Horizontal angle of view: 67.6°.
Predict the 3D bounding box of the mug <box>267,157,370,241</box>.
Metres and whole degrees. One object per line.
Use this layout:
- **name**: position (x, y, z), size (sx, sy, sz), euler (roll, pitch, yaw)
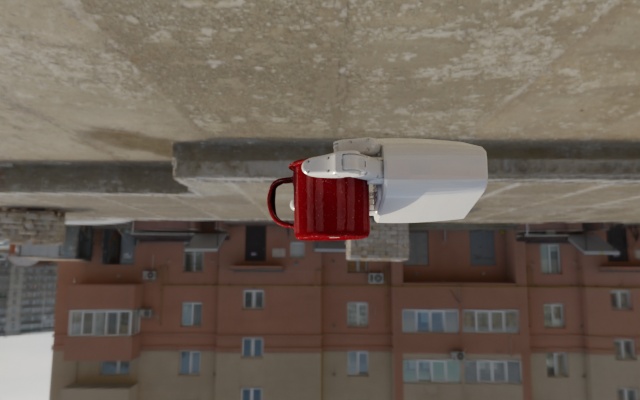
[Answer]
- **mug**: position (-0.001, 0.002, 0.519), size (0.117, 0.081, 0.093), euler (-1, -7, 1)
